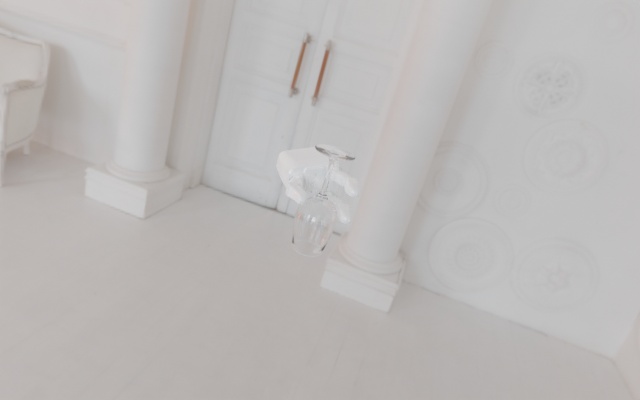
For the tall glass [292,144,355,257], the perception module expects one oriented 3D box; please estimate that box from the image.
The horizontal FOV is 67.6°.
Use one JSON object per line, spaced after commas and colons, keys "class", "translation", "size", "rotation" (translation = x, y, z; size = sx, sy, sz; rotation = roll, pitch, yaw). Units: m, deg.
{"class": "tall glass", "translation": [0.000, 0.002, 0.880], "size": [0.079, 0.201, 0.079], "rotation": [14, 21, -6]}
